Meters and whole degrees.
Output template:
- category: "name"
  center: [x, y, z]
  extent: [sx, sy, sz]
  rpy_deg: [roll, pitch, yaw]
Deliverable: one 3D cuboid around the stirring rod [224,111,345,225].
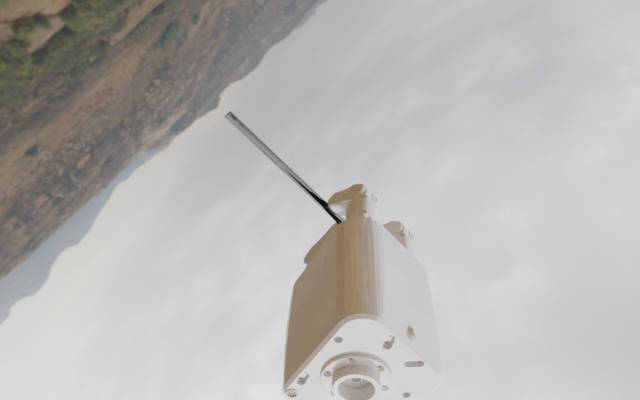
- category: "stirring rod"
  center: [0.000, 0.002, 0.461]
  extent: [0.239, 0.011, 0.011]
  rpy_deg: [43, -19, -21]
